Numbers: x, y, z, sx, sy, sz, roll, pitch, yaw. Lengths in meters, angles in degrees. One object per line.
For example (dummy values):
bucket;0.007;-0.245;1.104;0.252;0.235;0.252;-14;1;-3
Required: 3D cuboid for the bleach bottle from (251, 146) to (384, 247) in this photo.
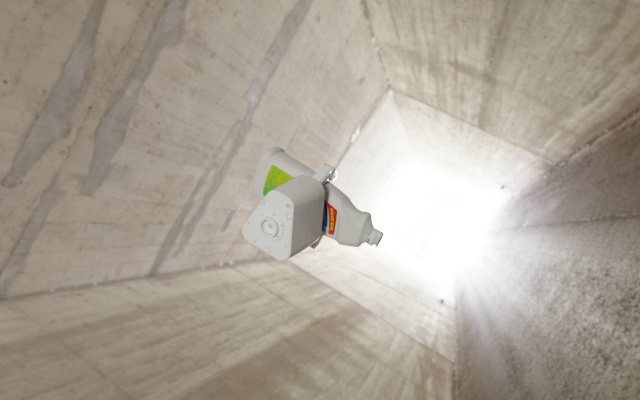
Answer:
bleach bottle;0.000;0.003;0.851;0.251;0.103;0.068;29;25;16
